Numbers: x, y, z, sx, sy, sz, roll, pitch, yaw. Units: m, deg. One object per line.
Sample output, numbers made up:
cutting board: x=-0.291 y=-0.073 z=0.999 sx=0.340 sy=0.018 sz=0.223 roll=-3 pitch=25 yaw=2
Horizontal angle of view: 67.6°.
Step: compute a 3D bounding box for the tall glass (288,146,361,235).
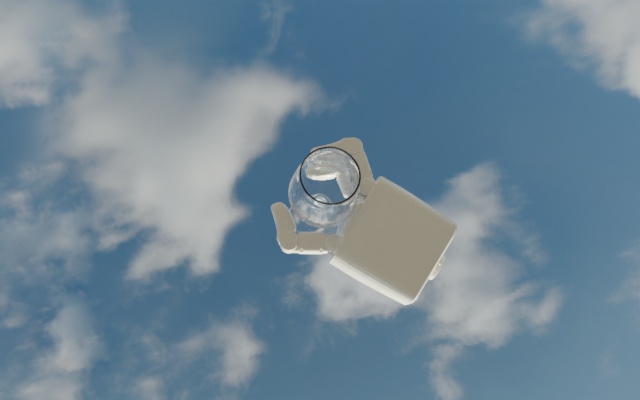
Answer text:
tall glass: x=0.000 y=0.002 z=0.567 sx=0.079 sy=0.079 sz=0.201 roll=0 pitch=-16 yaw=-6
